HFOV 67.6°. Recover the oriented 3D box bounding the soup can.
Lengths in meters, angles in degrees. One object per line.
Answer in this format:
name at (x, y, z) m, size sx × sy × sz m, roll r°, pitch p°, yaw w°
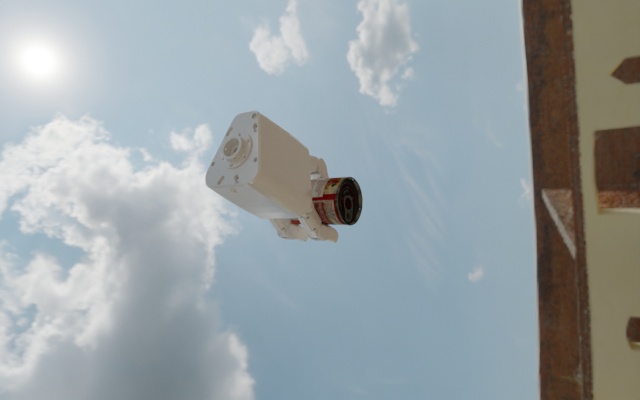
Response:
soup can at (0.000, 0.002, 0.690) m, size 0.102 × 0.068 × 0.068 m, roll -2°, pitch -1°, yaw 34°
